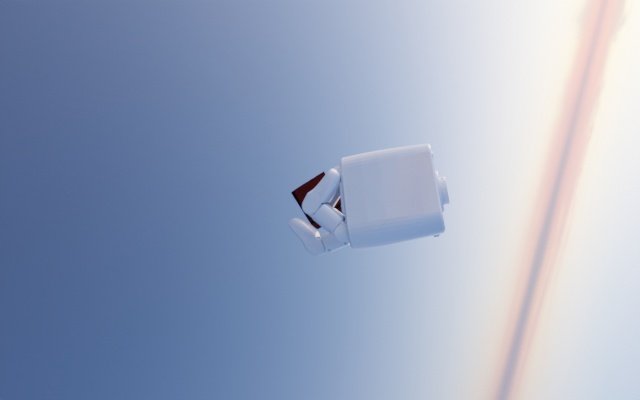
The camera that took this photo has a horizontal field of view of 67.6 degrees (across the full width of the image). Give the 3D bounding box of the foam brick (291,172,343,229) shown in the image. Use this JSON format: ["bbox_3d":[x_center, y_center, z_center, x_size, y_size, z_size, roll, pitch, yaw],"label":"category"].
[{"bbox_3d":[0.000,0.002,0.652,0.051,0.053,0.078,-33,-9,0],"label":"foam brick"}]
